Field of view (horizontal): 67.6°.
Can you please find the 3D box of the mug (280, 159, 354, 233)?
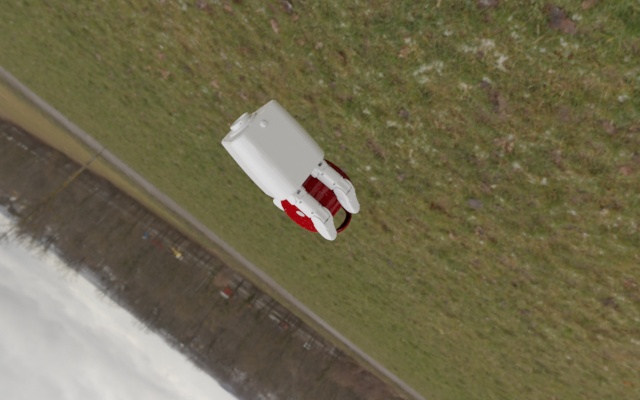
[{"bbox_3d":[0.001,0.004,0.737,0.117,0.081,0.093,47,-25,-19],"label":"mug"}]
